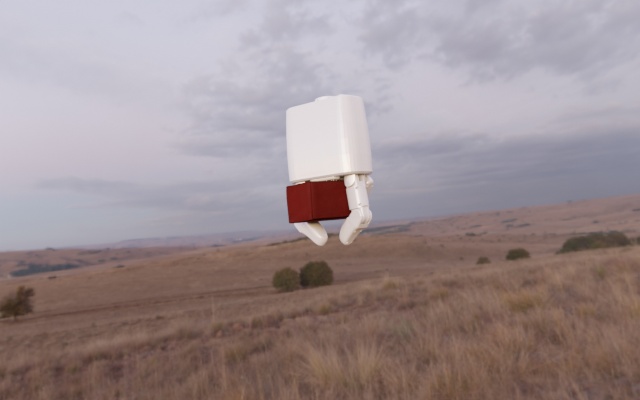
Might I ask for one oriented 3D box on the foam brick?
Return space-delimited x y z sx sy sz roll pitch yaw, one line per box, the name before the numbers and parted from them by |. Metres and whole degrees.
foam brick | 0.000 0.002 0.638 0.078 0.051 0.053 -3 -4 -42
